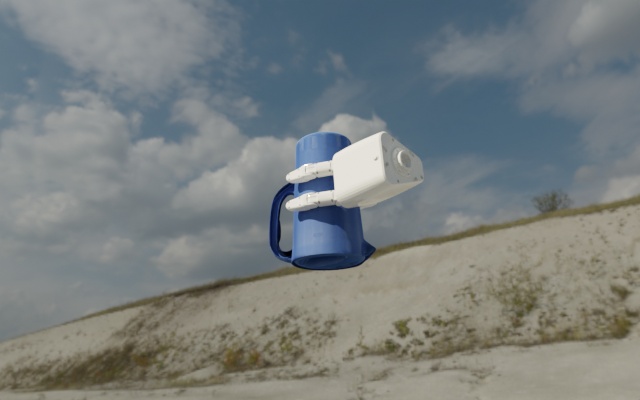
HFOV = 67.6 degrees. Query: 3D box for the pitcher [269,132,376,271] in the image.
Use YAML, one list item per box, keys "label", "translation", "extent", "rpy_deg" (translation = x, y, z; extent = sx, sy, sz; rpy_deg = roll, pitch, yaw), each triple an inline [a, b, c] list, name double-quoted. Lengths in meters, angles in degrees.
- label: "pitcher"
  translation: [0.000, 0.003, 0.877]
  extent: [0.149, 0.242, 0.145]
  rpy_deg: [14, -26, -37]
